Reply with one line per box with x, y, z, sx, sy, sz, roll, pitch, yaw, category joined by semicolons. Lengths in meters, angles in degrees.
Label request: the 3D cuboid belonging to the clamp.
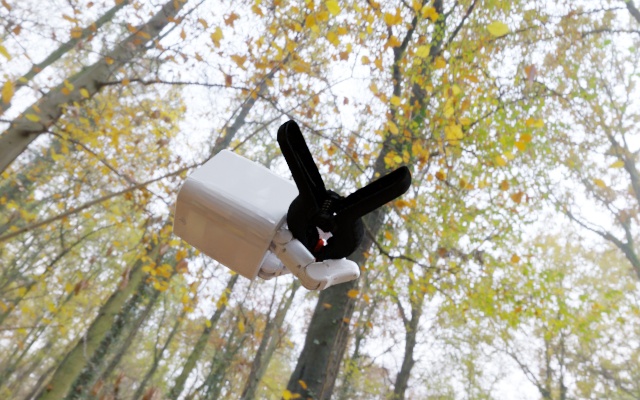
0.000;0.001;0.451;0.120;0.172;0.039;34;48;6;clamp
